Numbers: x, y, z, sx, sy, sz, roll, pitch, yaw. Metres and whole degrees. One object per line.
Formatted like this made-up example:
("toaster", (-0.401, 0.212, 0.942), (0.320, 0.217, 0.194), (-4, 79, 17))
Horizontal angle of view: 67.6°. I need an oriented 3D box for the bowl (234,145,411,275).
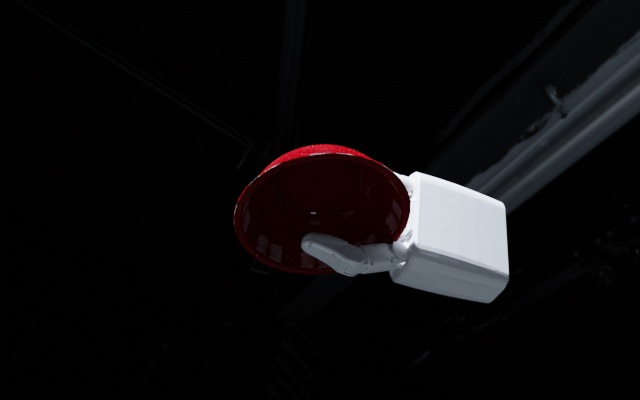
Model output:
("bowl", (-0.001, 0.001, 0.452), (0.162, 0.055, 0.162), (-4, -44, -4))
